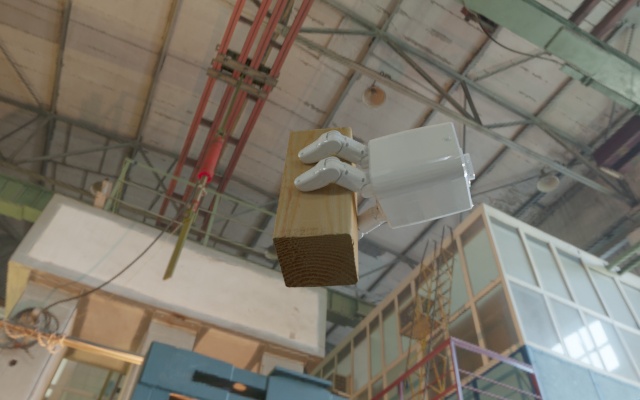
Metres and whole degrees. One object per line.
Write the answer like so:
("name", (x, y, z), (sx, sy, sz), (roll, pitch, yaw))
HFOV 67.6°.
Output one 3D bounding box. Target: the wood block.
("wood block", (0.001, 0.002, 0.618), (0.090, 0.091, 0.206), (-4, 41, 7))
